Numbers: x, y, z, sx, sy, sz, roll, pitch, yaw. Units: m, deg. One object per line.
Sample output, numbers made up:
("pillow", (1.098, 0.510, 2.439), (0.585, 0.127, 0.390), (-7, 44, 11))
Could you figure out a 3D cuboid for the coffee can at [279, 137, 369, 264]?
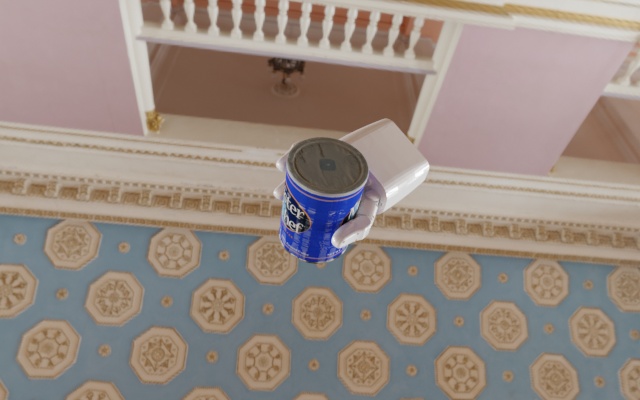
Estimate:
("coffee can", (0.000, 0.002, 0.637), (0.103, 0.102, 0.140), (0, -43, -11))
